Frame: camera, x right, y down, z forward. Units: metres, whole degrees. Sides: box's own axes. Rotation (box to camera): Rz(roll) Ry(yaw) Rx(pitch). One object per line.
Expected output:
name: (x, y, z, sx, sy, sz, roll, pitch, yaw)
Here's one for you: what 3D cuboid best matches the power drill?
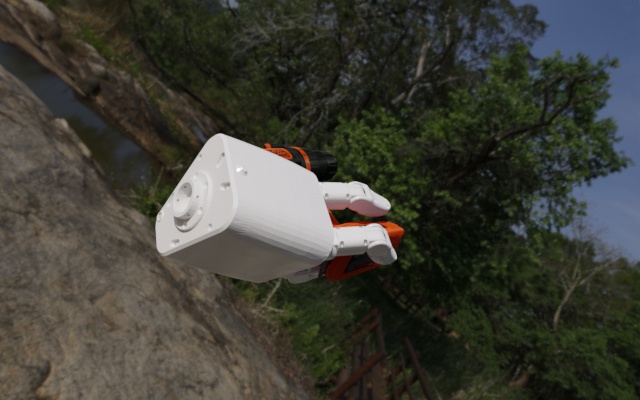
power drill: (0.000, 0.002, 0.540, 0.184, 0.057, 0.187, -10, 42, -48)
